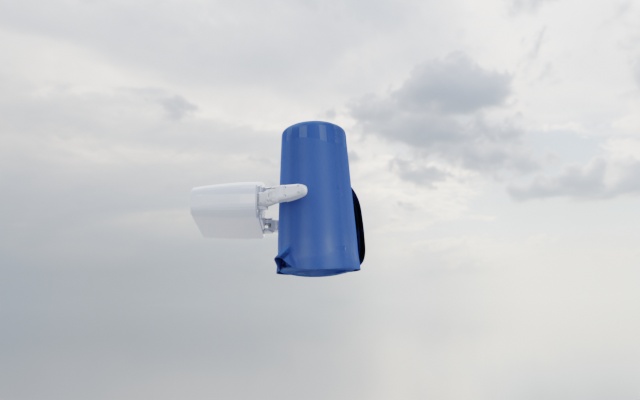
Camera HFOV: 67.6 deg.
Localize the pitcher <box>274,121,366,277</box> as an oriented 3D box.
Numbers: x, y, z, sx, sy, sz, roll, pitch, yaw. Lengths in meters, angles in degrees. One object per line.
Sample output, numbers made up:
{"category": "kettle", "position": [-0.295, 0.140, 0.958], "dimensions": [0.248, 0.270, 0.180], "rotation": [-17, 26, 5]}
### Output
{"category": "pitcher", "position": [0.000, 0.003, 0.780], "dimensions": [0.145, 0.242, 0.149], "rotation": [-2, -12, 2]}
